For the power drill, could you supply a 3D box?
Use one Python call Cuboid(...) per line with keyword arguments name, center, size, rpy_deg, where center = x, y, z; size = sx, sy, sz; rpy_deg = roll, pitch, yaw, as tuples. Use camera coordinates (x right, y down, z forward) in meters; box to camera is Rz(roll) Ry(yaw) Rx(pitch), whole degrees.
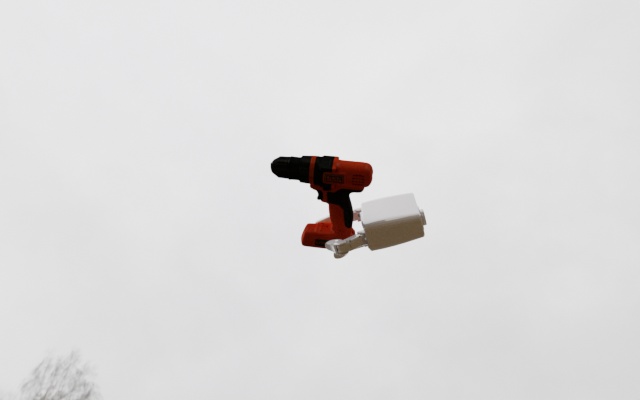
Cuboid(name="power drill", center=(0.000, 0.003, 0.891), size=(0.184, 0.188, 0.057), rpy_deg=(6, 36, 8))
